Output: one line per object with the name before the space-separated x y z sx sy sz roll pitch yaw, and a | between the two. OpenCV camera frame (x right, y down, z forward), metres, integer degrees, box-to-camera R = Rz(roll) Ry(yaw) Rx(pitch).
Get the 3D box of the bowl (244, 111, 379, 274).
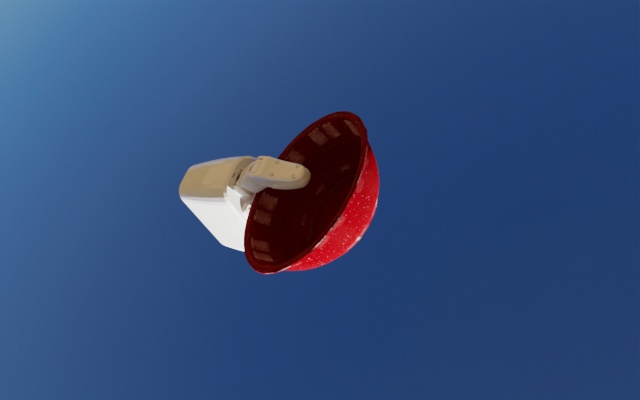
bowl | 0.001 0.002 0.431 0.055 0.162 0.162 33 -17 -29
